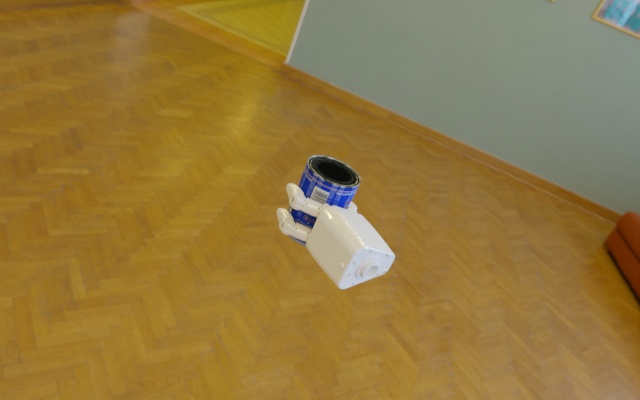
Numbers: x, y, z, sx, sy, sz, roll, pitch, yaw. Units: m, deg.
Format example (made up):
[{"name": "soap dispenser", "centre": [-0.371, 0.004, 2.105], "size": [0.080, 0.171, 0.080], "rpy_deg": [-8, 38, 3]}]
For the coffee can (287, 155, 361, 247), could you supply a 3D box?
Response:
[{"name": "coffee can", "centre": [0.000, 0.003, 0.874], "size": [0.103, 0.140, 0.102], "rpy_deg": [18, 29, -10]}]
